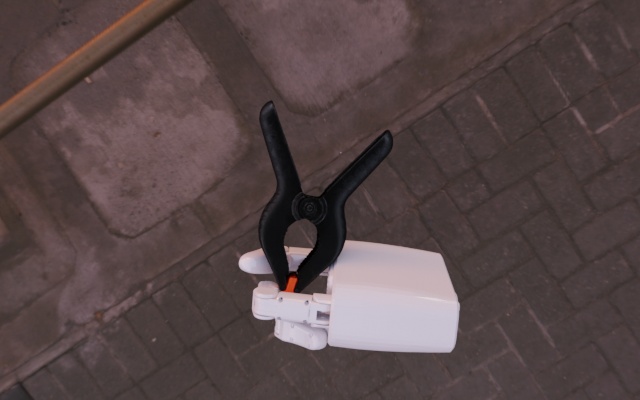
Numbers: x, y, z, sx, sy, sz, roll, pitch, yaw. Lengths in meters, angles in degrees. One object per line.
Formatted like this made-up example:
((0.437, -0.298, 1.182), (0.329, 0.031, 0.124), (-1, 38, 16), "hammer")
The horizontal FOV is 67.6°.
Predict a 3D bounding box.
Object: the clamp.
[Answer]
((0.000, 0.002, 0.428), (0.120, 0.171, 0.039), (5, 6, 2), "clamp")
